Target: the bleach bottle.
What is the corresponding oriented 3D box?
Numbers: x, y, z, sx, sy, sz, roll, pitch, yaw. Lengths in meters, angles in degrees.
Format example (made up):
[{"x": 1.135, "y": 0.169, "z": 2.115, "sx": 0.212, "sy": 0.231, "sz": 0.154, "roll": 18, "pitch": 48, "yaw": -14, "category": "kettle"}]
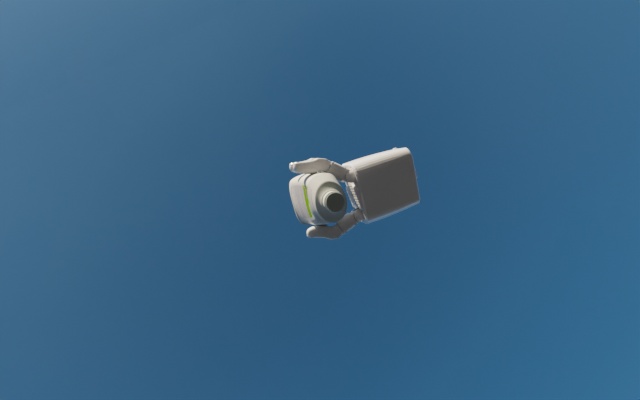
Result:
[{"x": 0.000, "y": 0.003, "z": 0.810, "sx": 0.068, "sy": 0.102, "sz": 0.251, "roll": -18, "pitch": 7, "yaw": -9, "category": "bleach bottle"}]
